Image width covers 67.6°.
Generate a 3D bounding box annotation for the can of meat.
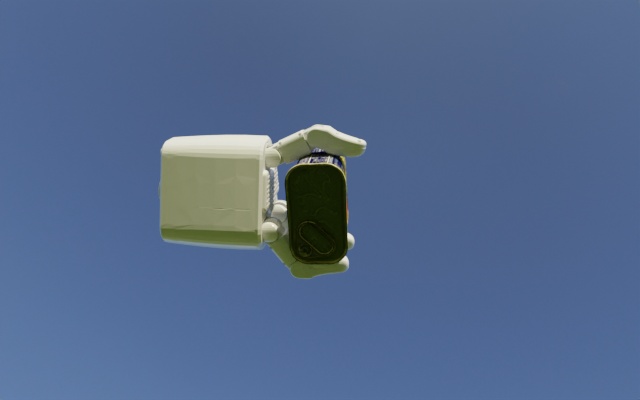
[{"bbox_3d":[0.000,0.001,0.489,0.057,0.102,0.084,-1,18,6],"label":"can of meat"}]
